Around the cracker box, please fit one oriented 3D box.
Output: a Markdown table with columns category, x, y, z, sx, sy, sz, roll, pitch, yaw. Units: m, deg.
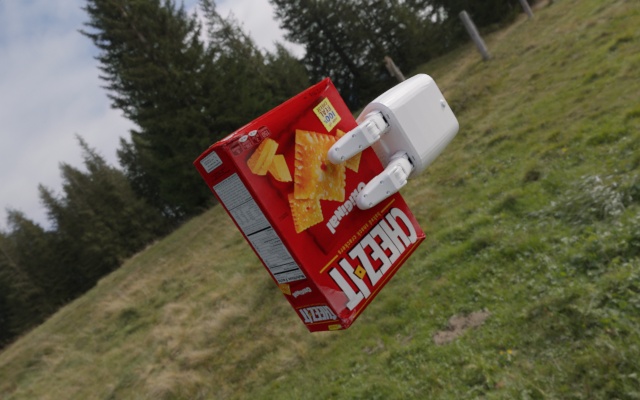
| category | x | y | z | sx | sy | sz | roll | pitch | yaw |
| --- | --- | --- | --- | --- | --- | --- | --- | --- | --- |
| cracker box | 0.000 | 0.002 | 0.502 | 0.164 | 0.214 | 0.072 | -40 | 11 | -37 |
